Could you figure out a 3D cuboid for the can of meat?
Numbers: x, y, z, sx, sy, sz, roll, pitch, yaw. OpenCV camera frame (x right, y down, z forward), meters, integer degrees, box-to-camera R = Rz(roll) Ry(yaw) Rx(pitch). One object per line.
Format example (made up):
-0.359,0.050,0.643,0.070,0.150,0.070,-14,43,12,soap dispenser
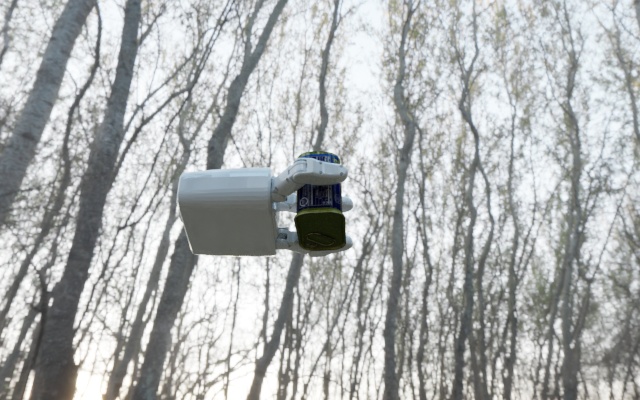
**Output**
0.000,0.002,0.572,0.057,0.084,0.102,-3,-30,3,can of meat
